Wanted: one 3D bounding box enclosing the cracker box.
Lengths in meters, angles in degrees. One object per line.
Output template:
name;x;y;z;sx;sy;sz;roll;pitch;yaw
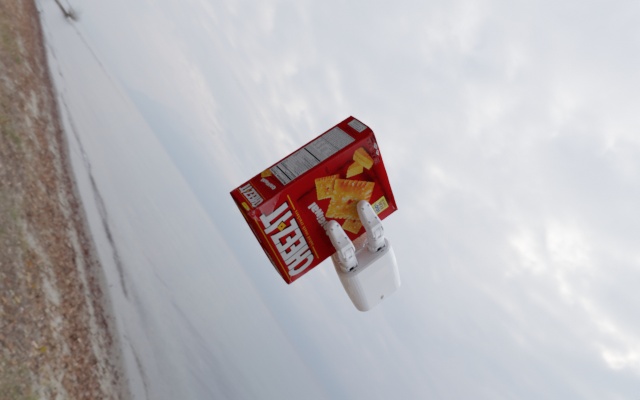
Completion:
cracker box;0.000;0.002;0.707;0.213;0.164;0.072;-34;42;-12
